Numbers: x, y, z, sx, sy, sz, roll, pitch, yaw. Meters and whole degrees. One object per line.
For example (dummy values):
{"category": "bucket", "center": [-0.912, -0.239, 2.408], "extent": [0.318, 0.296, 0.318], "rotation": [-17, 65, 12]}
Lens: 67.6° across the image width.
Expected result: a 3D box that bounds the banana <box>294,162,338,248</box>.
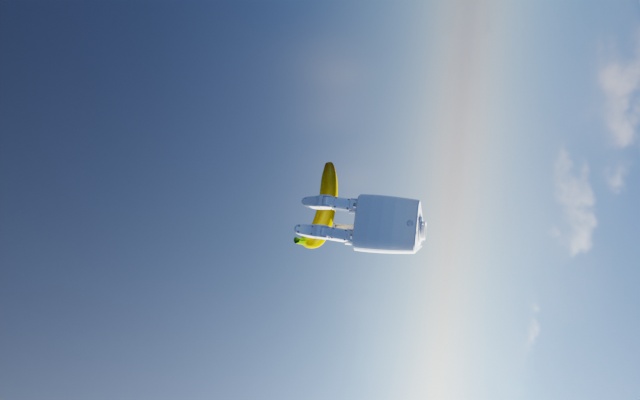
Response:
{"category": "banana", "center": [0.004, 0.018, 0.890], "extent": [0.037, 0.197, 0.070], "rotation": [2, -40, 22]}
